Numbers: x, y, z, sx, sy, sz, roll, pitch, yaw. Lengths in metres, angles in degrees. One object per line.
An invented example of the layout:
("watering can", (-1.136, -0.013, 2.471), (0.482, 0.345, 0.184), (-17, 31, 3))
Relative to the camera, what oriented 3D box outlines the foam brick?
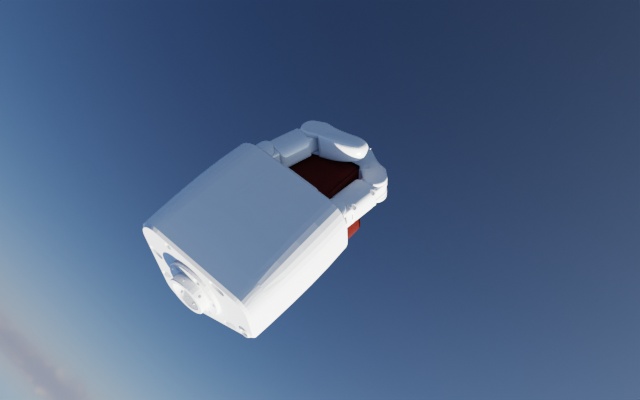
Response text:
("foam brick", (0.000, 0.002, 0.426), (0.053, 0.078, 0.051), (27, 53, 30))
